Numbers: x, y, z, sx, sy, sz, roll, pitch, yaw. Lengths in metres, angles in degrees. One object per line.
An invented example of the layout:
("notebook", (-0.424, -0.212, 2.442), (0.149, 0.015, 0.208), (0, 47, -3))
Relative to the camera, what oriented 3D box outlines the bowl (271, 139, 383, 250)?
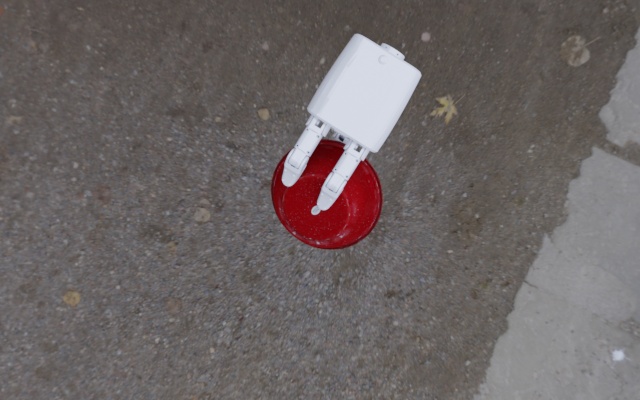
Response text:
("bowl", (0.000, 0.003, 0.644), (0.162, 0.162, 0.055), (0, 18, 16))
